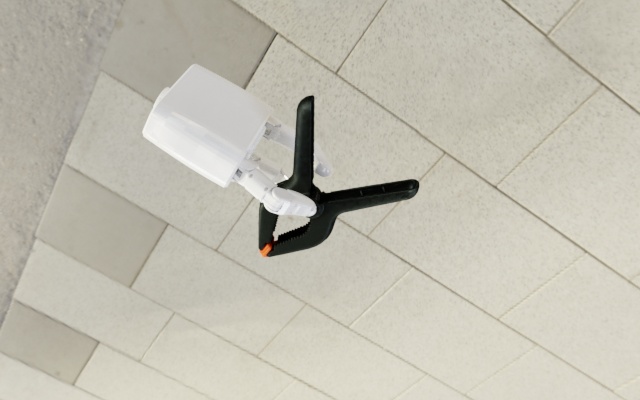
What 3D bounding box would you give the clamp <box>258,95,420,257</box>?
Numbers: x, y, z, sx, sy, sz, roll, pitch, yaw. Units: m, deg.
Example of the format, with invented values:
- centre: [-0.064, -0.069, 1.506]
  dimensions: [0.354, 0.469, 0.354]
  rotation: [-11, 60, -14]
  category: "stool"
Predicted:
- centre: [-0.001, 0.003, 0.563]
  dimensions: [0.164, 0.210, 0.036]
  rotation: [32, 31, -9]
  category: "clamp"
